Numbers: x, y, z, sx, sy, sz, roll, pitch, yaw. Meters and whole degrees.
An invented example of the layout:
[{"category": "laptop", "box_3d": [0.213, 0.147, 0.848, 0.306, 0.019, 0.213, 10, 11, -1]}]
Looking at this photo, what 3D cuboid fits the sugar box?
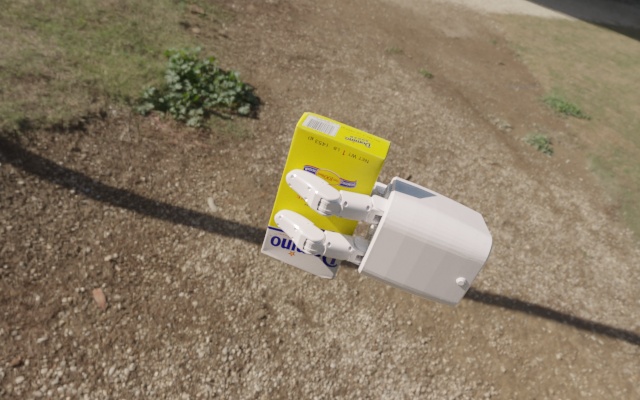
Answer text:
[{"category": "sugar box", "box_3d": [0.000, 0.002, 0.513, 0.093, 0.176, 0.048, 21, 34, 4]}]
